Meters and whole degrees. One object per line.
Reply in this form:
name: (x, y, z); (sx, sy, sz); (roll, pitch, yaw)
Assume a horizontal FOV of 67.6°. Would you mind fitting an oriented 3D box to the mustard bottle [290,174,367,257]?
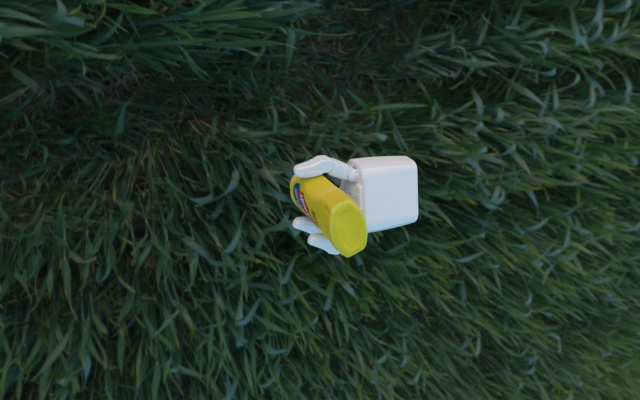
mustard bottle: (0.000, 0.003, 0.735); (0.058, 0.096, 0.191); (-29, 35, -12)
